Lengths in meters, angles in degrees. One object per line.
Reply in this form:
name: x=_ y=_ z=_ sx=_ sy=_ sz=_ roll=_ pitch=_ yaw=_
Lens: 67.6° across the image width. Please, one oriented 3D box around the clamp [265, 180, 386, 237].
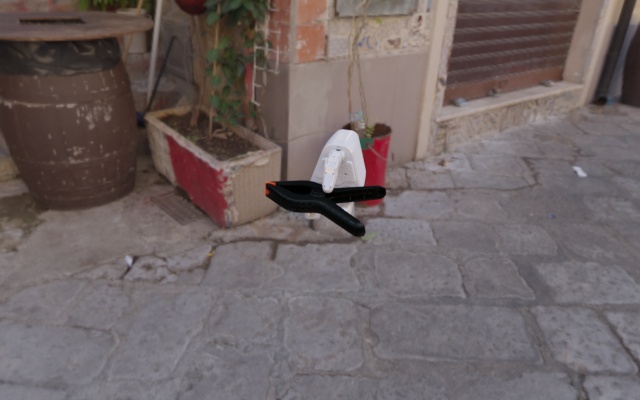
clamp: x=0.000 y=0.002 z=0.811 sx=0.210 sy=0.036 sz=0.164 roll=8 pitch=26 yaw=10
